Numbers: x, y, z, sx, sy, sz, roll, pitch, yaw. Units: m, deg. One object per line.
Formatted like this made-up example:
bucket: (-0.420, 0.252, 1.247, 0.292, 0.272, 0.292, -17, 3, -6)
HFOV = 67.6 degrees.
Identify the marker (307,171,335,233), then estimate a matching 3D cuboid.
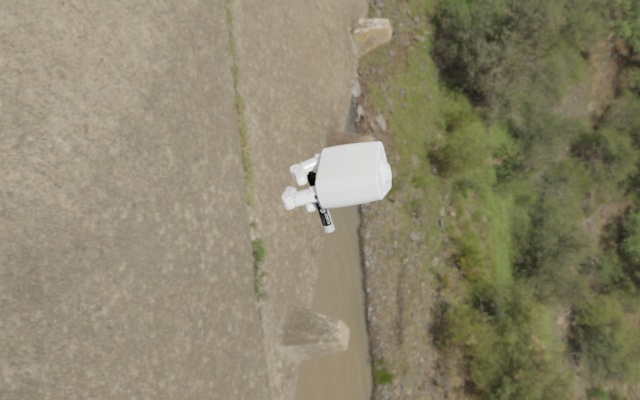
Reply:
marker: (0.000, 0.003, 0.833, 0.020, 0.121, 0.020, -14, 28, 8)
